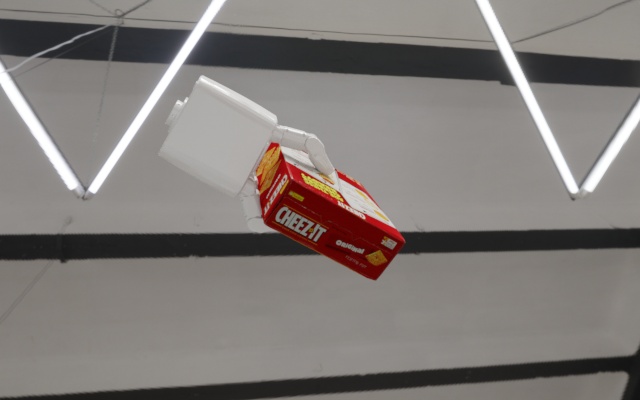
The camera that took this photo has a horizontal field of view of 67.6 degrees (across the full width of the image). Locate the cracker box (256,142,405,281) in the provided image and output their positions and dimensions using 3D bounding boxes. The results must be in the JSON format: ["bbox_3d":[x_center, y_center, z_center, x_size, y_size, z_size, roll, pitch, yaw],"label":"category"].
[{"bbox_3d":[0.000,0.002,0.645,0.164,0.072,0.213,28,14,-19],"label":"cracker box"}]
